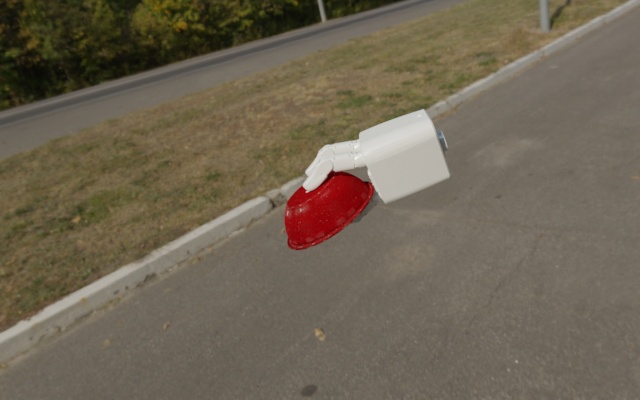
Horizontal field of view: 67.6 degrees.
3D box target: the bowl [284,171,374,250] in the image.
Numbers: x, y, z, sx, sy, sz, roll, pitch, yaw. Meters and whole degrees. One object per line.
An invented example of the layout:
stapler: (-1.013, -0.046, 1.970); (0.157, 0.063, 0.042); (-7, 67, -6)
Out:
bowl: (-0.001, 0.003, 0.731); (0.162, 0.055, 0.162); (-33, 18, 12)
